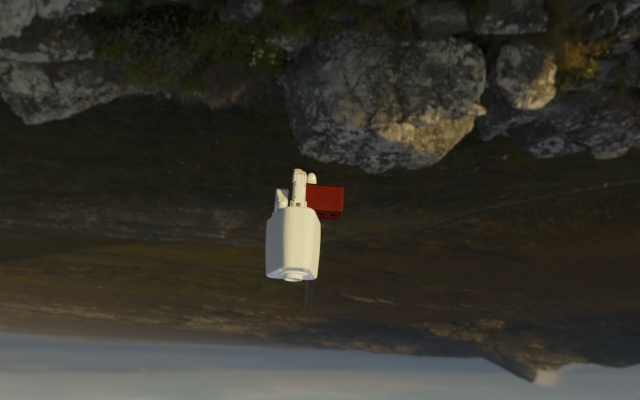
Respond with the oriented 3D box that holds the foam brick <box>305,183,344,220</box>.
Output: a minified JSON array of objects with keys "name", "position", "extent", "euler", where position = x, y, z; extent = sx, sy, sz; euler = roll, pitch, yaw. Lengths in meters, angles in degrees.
[{"name":"foam brick","position":[0.000,0.003,0.874],"extent":[0.078,0.051,0.053],"euler":[4,-22,-8]}]
